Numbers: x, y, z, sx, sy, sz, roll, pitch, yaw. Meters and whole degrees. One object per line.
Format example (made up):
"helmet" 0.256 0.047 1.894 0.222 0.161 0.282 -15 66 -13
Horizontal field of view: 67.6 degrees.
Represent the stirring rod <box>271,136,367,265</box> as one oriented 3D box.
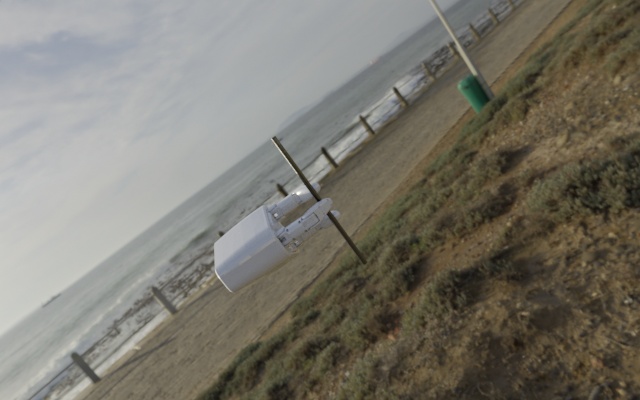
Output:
"stirring rod" 0.000 0.002 0.725 0.011 0.239 0.011 -35 10 7
